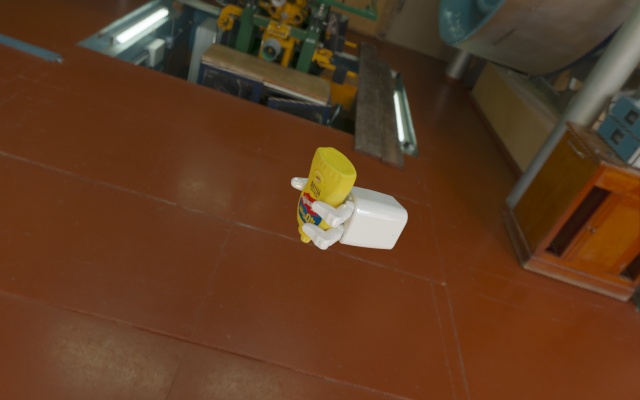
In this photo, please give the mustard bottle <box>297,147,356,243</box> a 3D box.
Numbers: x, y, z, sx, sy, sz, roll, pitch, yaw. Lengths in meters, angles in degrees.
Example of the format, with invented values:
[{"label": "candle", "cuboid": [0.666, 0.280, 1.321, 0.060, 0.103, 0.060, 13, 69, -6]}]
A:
[{"label": "mustard bottle", "cuboid": [0.000, 0.003, 0.892, 0.058, 0.192, 0.096, -6, 42, -36]}]
